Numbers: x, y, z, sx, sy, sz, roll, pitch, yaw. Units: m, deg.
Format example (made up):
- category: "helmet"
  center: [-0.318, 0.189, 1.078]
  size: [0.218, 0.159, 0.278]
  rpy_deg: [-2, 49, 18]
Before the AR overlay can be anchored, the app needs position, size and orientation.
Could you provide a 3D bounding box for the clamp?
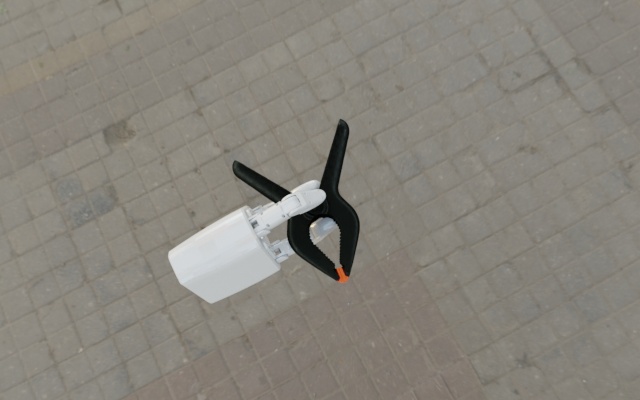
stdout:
- category: "clamp"
  center: [0.000, 0.002, 0.619]
  size: [0.164, 0.210, 0.036]
  rpy_deg: [-29, -12, -2]
